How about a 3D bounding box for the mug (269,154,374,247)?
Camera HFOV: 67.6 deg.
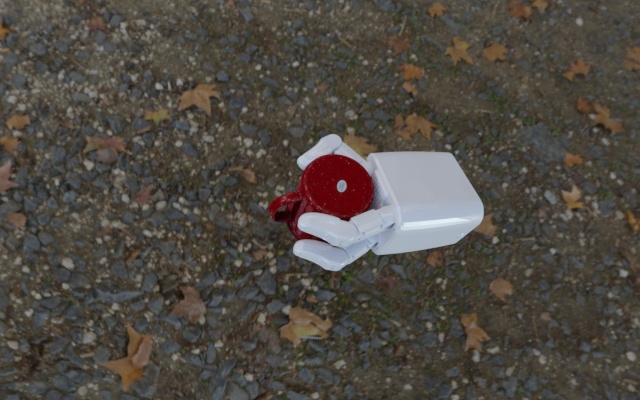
[{"bbox_3d":[-0.001,0.002,0.538,0.117,0.093,0.081,-5,-26,-17],"label":"mug"}]
